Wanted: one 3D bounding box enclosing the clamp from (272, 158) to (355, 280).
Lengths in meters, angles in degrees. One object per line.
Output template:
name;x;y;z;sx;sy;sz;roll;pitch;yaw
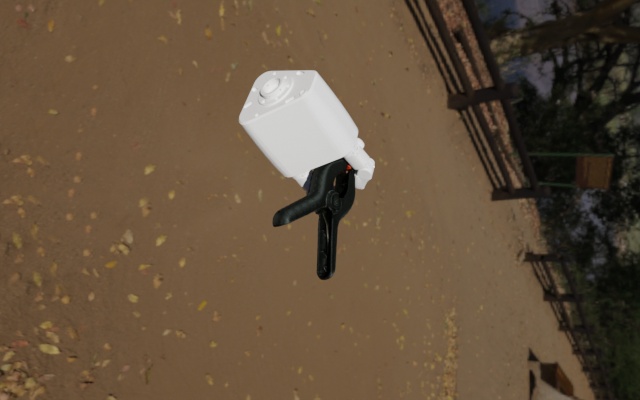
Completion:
clamp;0.001;0.002;0.616;0.039;0.171;0.120;-4;-36;32
